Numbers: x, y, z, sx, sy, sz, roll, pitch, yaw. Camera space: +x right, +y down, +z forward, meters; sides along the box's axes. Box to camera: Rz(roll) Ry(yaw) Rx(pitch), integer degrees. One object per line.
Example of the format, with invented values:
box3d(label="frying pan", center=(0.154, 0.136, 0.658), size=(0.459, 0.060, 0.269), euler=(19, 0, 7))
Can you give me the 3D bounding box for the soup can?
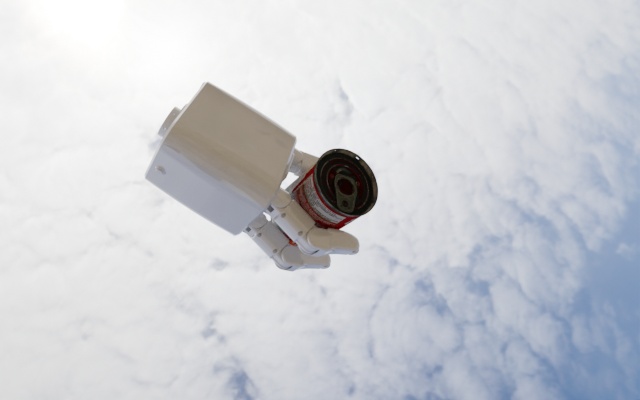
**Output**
box3d(label="soup can", center=(0.000, 0.002, 0.473), size=(0.068, 0.068, 0.102), euler=(0, -22, -32))
